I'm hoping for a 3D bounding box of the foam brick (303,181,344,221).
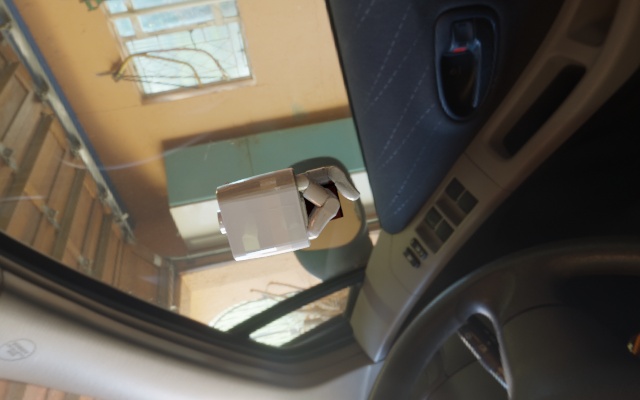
[{"bbox_3d":[0.000,0.002,0.716,0.051,0.053,0.078,-14,5,-3],"label":"foam brick"}]
